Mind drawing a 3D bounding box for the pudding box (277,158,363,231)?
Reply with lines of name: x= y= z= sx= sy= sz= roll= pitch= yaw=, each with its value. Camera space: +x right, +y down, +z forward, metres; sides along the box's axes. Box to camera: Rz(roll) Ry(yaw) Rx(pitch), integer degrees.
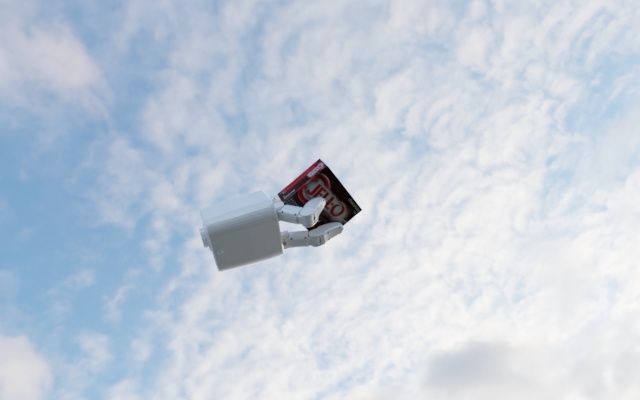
pudding box: x=0.000 y=0.002 z=0.762 sx=0.113 sy=0.090 sz=0.039 roll=49 pitch=2 yaw=-36
